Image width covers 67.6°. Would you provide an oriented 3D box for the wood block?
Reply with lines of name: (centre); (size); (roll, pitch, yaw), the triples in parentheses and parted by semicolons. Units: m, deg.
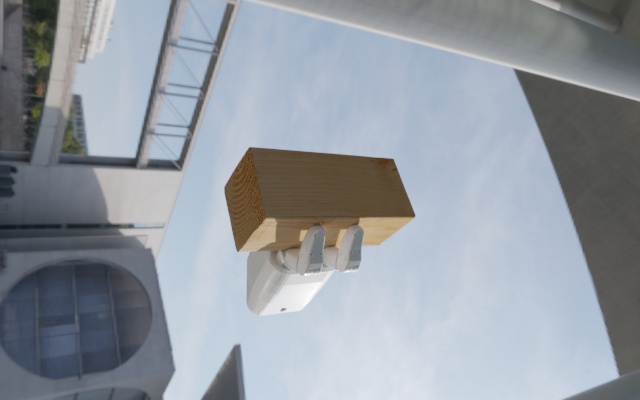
wood block: (0.000, 0.002, 0.585); (0.206, 0.090, 0.090); (1, -31, -33)
